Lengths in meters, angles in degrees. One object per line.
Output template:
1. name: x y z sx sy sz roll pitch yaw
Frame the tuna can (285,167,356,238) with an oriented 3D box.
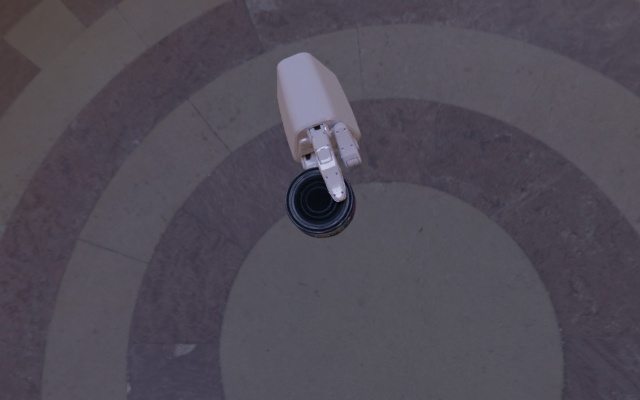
1. tuna can: 0.000 0.002 0.589 0.086 0.086 0.034 0 -13 9
